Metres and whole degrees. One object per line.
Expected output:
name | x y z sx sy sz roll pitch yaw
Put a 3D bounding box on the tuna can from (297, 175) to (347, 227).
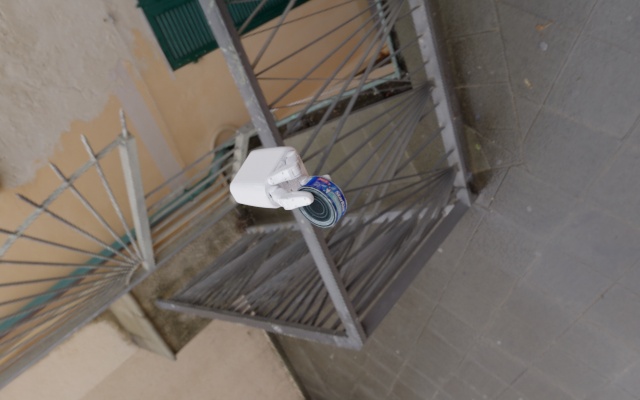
tuna can | 0.000 0.003 0.802 0.086 0.086 0.033 0 34 42
